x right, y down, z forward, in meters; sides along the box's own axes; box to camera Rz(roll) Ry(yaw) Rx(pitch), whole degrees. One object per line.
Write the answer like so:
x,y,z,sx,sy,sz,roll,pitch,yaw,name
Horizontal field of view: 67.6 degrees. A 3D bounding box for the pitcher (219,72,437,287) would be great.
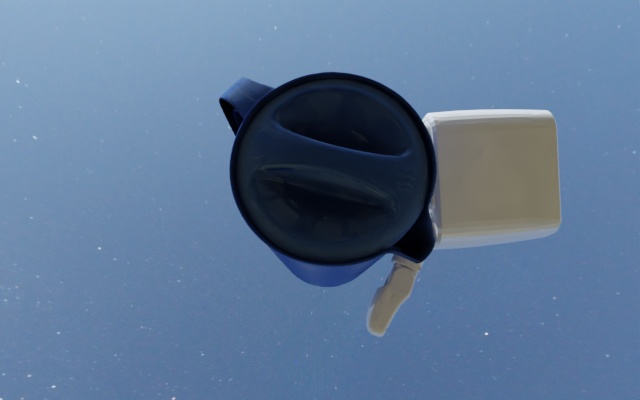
0.000,0.001,0.416,0.145,0.149,0.243,-4,-16,-2,pitcher
